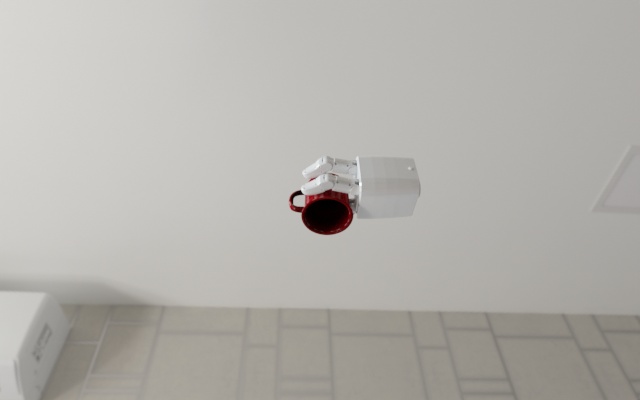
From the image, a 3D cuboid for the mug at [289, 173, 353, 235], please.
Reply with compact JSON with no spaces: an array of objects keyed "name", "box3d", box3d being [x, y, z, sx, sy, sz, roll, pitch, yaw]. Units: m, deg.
[{"name":"mug","box3d":[-0.001,0.003,0.880,0.117,0.093,0.081,1,41,-1]}]
